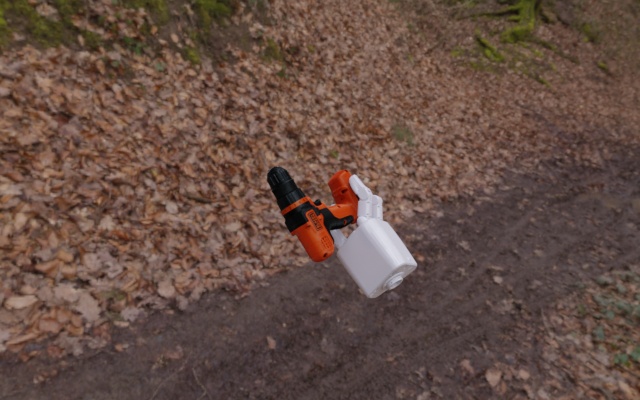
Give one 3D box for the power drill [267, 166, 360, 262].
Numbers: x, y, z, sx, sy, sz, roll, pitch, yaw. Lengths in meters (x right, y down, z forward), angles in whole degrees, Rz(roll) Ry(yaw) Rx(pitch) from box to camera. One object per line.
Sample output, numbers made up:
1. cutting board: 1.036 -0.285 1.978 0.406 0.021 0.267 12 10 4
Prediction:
1. power drill: 0.001 0.003 0.881 0.057 0.184 0.187 -30 -2 41
